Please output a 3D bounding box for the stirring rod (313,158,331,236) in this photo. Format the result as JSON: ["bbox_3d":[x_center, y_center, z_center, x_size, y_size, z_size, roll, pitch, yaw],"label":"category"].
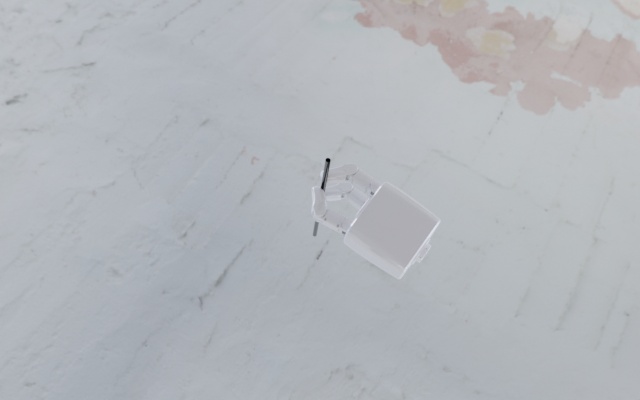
[{"bbox_3d":[0.000,0.003,0.809,0.011,0.011,0.240,0,-31,-6],"label":"stirring rod"}]
